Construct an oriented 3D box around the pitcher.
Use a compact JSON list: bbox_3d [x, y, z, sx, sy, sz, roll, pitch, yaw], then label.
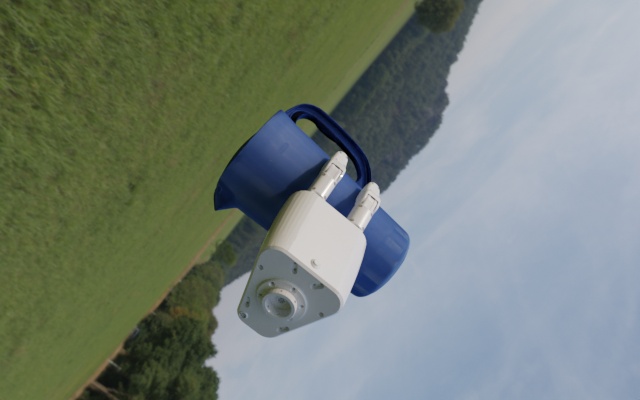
[{"bbox_3d":[0.000,0.002,0.614,0.149,0.243,0.145,-46,8,27],"label":"pitcher"}]
